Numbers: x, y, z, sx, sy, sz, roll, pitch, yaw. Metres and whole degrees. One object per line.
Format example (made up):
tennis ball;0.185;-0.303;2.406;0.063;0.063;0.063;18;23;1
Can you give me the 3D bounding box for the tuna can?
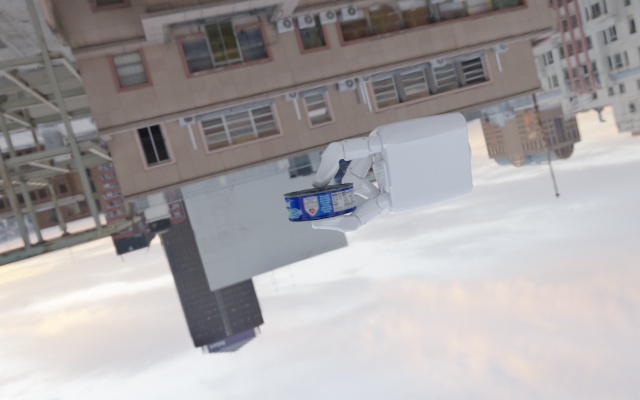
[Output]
tuna can;0.000;0.002;0.579;0.086;0.034;0.086;-10;4;1
